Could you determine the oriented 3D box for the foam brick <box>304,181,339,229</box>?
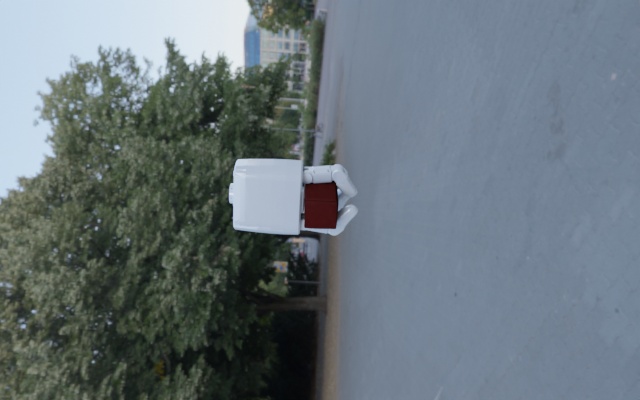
[{"bbox_3d":[0.000,0.003,0.751,0.051,0.053,0.078,2,32,-2],"label":"foam brick"}]
